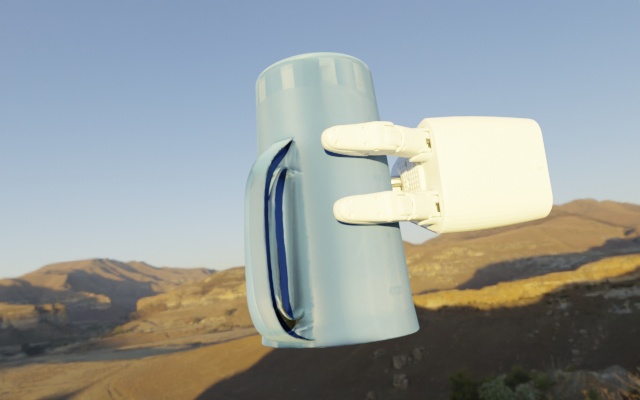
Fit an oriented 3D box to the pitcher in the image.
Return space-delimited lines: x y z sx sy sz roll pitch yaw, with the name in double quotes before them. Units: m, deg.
"pitcher" 0.000 0.001 0.414 0.145 0.243 0.149 -4 -9 -12
